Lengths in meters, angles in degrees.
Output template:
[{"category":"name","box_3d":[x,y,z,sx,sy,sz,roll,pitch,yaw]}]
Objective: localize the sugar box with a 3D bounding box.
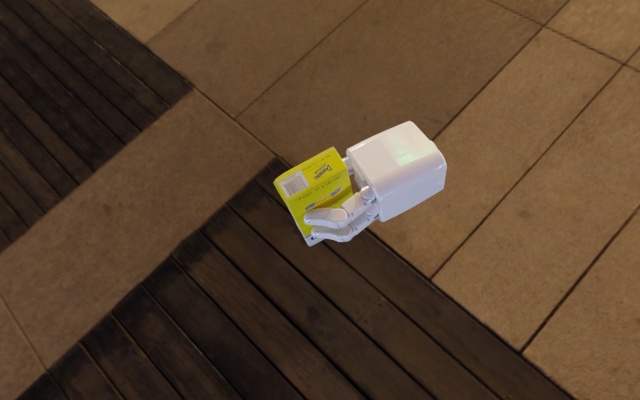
[{"category":"sugar box","box_3d":[0.000,0.003,0.689,0.093,0.048,0.176,-29,-28,-3]}]
